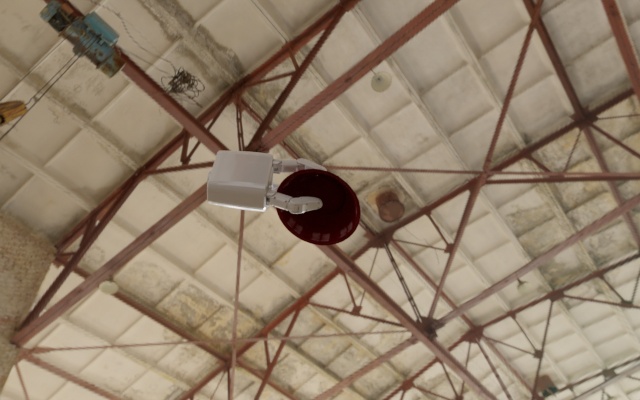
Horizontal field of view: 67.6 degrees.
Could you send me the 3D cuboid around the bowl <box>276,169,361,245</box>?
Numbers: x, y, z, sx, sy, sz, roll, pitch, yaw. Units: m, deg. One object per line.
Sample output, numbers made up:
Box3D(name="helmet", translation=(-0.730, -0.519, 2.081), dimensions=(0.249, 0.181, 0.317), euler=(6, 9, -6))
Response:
Box3D(name="bowl", translation=(0.001, 0.003, 0.891), dimensions=(0.162, 0.162, 0.055), euler=(0, 29, 17))
